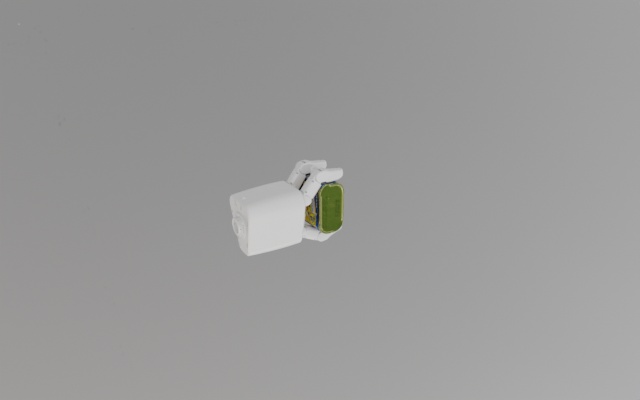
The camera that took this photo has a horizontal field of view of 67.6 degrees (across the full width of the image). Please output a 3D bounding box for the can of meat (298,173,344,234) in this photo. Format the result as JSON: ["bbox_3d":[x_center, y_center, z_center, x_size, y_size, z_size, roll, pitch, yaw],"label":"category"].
[{"bbox_3d":[0.000,0.003,0.896,0.057,0.102,0.084,-12,23,-28],"label":"can of meat"}]
